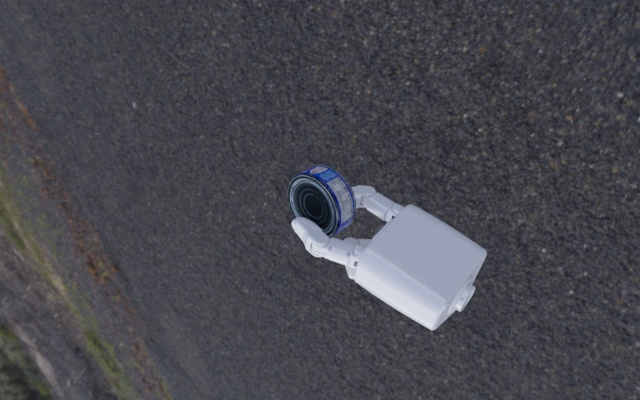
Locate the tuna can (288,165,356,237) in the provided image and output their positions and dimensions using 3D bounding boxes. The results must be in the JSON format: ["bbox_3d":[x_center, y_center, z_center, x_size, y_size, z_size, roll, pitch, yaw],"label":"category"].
[{"bbox_3d":[0.000,0.002,0.581,0.086,0.086,0.033,0,22,47],"label":"tuna can"}]
